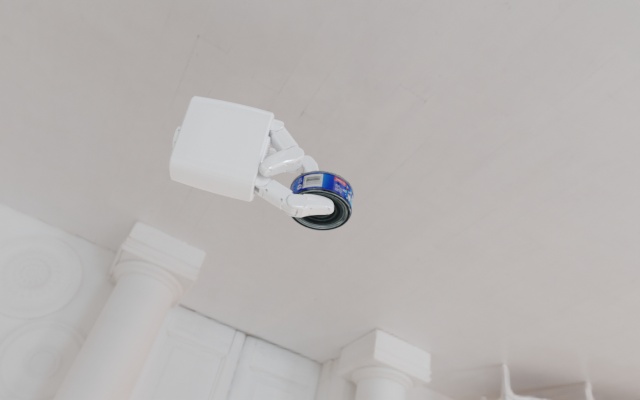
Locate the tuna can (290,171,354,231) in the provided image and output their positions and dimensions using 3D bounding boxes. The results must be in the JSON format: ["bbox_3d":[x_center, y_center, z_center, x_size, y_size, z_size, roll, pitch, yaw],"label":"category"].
[{"bbox_3d":[0.000,0.003,0.629,0.086,0.033,0.086,4,-40,4],"label":"tuna can"}]
